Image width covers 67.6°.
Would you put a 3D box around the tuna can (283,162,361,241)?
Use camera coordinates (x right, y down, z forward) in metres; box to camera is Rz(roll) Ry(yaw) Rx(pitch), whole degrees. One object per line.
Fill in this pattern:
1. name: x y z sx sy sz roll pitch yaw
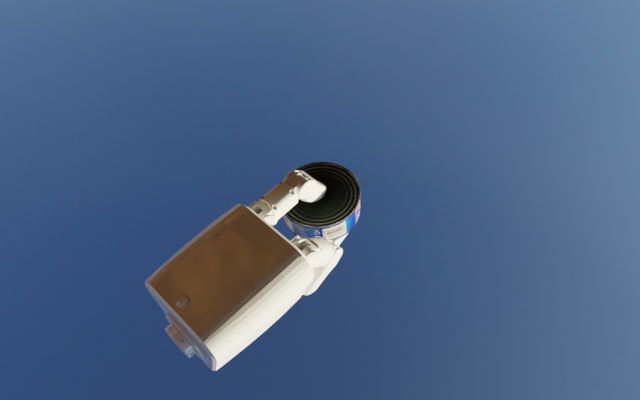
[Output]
1. tuna can: 0.000 0.002 0.508 0.086 0.086 0.034 0 -37 6
